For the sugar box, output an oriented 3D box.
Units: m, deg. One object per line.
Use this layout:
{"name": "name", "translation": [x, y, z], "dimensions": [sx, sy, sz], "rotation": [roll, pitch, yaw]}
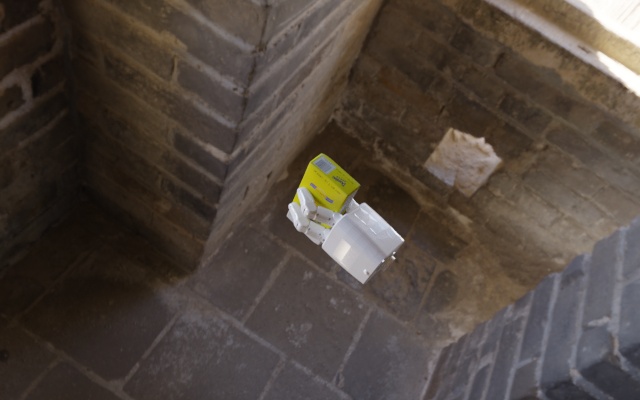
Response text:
{"name": "sugar box", "translation": [0.000, 0.003, 0.893], "dimensions": [0.048, 0.093, 0.176], "rotation": [-37, -17, -39]}
